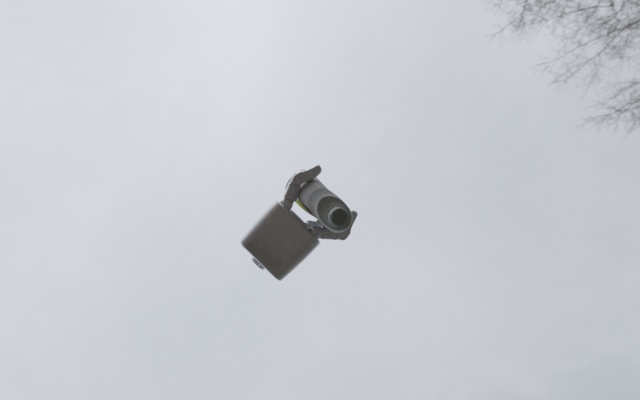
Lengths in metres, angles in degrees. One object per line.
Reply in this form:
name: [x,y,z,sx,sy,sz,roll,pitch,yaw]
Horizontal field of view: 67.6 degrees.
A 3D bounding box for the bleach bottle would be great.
bleach bottle: [0.000,0.003,0.881,0.102,0.068,0.251,45,-2,-14]
